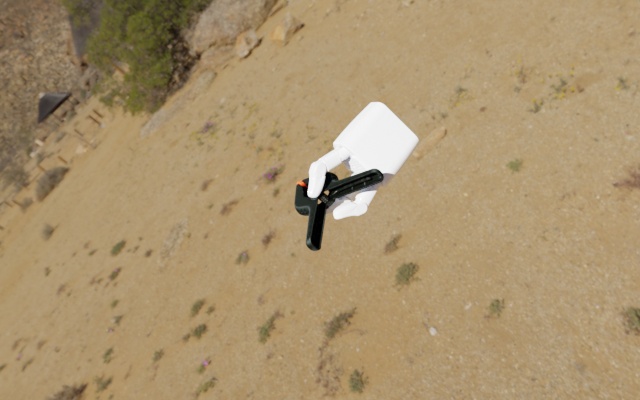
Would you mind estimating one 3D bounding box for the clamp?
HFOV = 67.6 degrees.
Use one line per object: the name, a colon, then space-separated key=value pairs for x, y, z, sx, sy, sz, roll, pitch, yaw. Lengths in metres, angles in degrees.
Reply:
clamp: x=0.000 y=0.002 z=0.816 sx=0.036 sy=0.164 sz=0.210 roll=47 pitch=-14 yaw=-25
